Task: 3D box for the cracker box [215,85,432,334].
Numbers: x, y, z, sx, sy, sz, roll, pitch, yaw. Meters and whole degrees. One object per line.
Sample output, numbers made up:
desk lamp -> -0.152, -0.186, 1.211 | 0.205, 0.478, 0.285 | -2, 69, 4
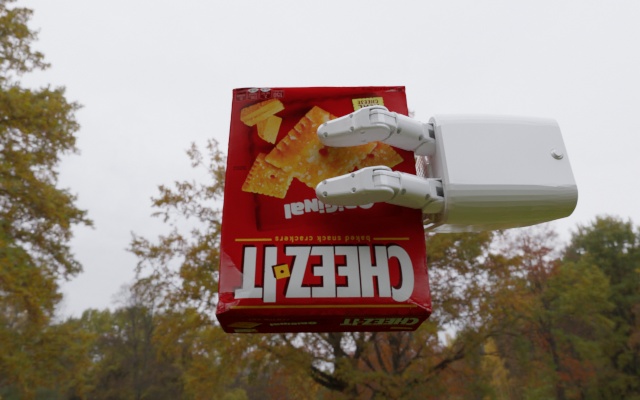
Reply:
cracker box -> 0.000, 0.001, 0.418 | 0.164, 0.213, 0.072 | 0, -26, -2
